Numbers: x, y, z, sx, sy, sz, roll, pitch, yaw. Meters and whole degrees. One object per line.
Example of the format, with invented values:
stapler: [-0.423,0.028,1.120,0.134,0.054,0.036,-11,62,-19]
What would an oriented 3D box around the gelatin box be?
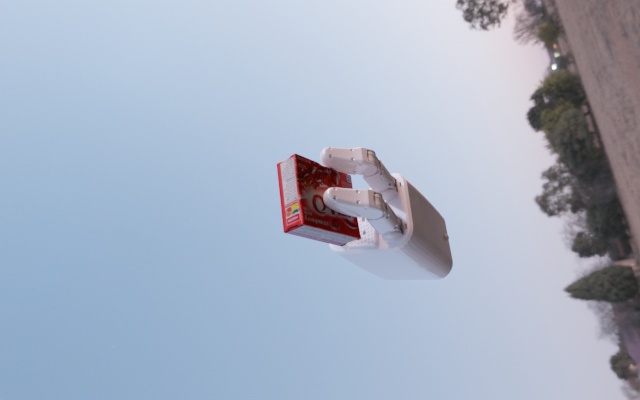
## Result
gelatin box: [0.000,0.002,0.474,0.030,0.073,0.089,-25,-29,36]
